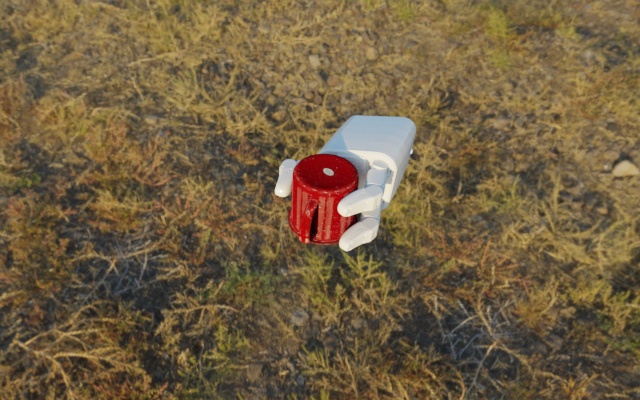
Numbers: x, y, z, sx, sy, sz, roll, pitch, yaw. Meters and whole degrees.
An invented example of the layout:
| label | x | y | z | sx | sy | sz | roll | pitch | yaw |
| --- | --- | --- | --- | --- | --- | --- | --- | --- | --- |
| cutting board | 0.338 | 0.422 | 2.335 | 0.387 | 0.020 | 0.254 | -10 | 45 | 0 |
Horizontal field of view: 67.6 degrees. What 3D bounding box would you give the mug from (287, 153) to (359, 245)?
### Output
| label | x | y | z | sx | sy | sz | roll | pitch | yaw |
| --- | --- | --- | --- | --- | --- | --- | --- | --- | --- |
| mug | -0.001 | 0.003 | 0.594 | 0.093 | 0.082 | 0.117 | 18 | 44 | 15 |
